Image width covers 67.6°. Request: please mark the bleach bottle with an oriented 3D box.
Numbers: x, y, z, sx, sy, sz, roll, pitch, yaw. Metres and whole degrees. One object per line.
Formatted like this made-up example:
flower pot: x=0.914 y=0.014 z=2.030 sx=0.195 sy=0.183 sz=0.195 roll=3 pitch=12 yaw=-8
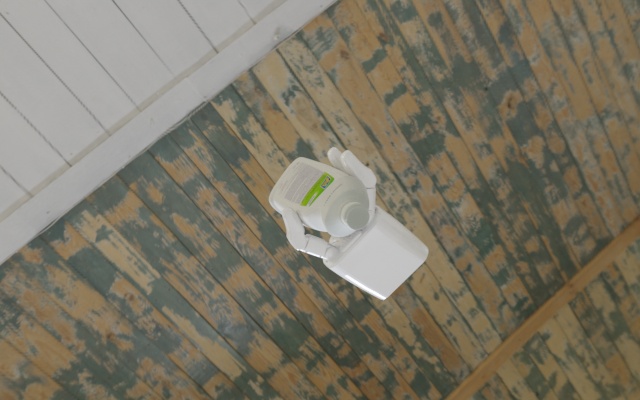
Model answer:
bleach bottle: x=0.000 y=0.002 z=0.663 sx=0.068 sy=0.102 sz=0.250 roll=34 pitch=0 yaw=-22
